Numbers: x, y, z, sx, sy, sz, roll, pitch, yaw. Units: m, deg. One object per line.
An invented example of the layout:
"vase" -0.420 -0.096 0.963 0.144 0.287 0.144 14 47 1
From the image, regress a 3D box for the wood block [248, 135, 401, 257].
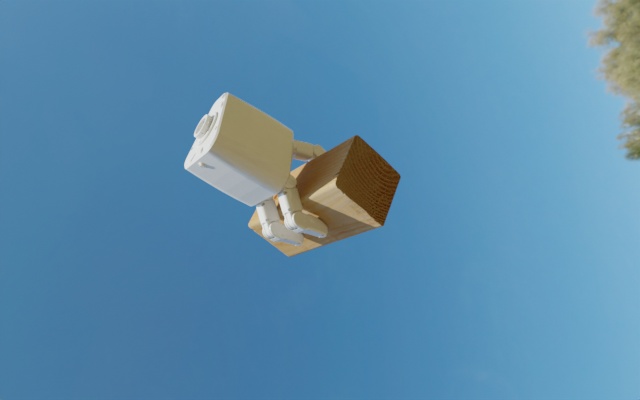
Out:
"wood block" 0.000 0.002 0.673 0.090 0.090 0.206 40 -36 -22
